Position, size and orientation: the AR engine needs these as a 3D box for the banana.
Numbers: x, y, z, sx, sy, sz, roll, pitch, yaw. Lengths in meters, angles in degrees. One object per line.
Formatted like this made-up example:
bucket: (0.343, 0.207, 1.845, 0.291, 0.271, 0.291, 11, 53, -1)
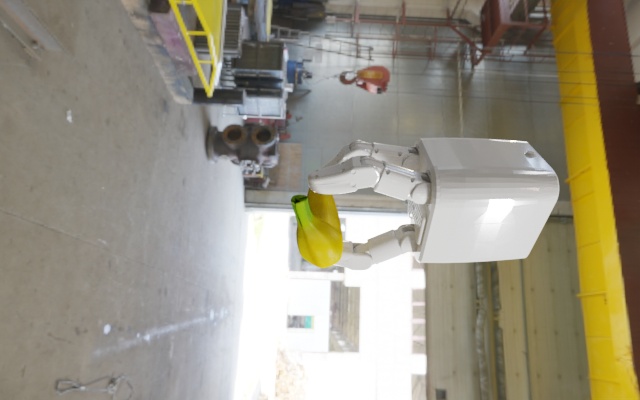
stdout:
banana: (0.001, 0.020, 0.436, 0.037, 0.069, 0.198, -3, 5, 2)
